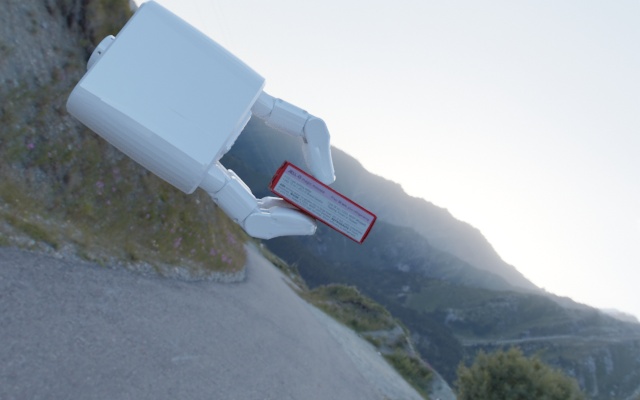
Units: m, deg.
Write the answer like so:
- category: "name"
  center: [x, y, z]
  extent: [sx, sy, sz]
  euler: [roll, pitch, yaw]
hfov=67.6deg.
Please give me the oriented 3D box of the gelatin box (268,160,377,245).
- category: "gelatin box"
  center: [0.001, 0.001, 0.412]
  extent: [0.089, 0.030, 0.073]
  euler: [30, 0, -3]
